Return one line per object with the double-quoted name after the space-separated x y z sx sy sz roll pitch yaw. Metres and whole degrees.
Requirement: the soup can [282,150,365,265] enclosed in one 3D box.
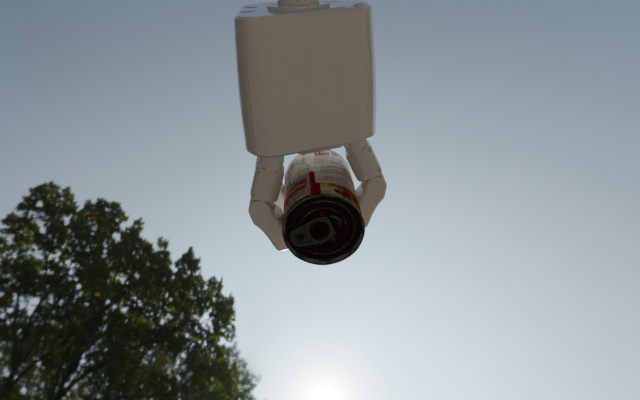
0.000 0.002 0.434 0.068 0.068 0.102 0 29 -3 "soup can"
